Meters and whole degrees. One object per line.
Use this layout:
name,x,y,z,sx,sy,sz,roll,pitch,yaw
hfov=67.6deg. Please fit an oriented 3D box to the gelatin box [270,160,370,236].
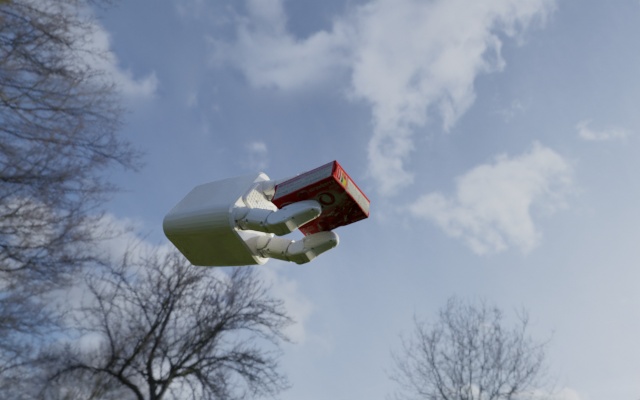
gelatin box,0.000,0.001,0.542,0.089,0.030,0.073,-21,-52,29
